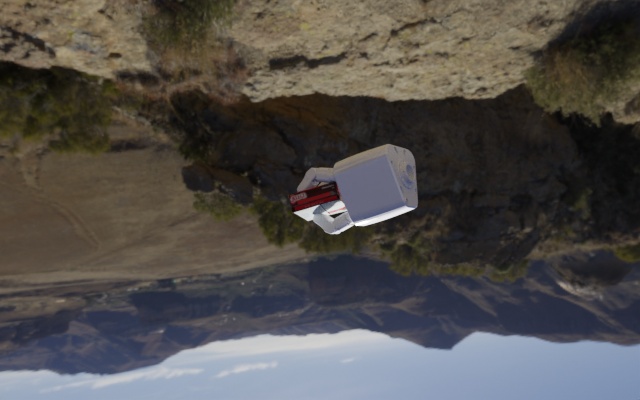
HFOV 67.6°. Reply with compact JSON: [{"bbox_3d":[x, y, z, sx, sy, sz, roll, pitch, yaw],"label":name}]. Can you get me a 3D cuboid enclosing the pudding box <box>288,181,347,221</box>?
[{"bbox_3d":[0.000,0.003,0.865,0.090,0.039,0.113,-15,-15,9],"label":"pudding box"}]
